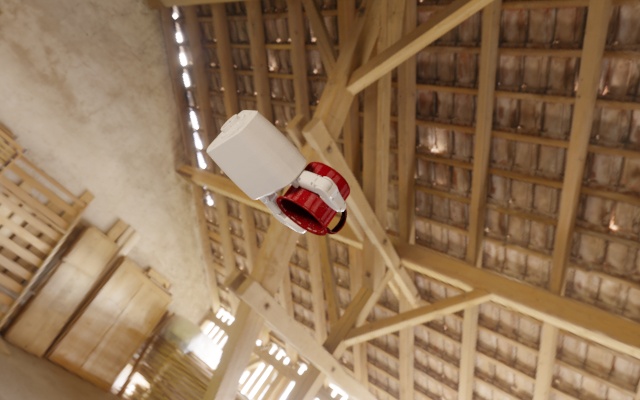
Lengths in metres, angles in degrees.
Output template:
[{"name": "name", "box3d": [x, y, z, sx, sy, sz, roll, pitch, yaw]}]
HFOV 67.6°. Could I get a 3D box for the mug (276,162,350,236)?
[{"name": "mug", "box3d": [0.001, 0.003, 0.742, 0.117, 0.081, 0.093, 46, -22, -25]}]
